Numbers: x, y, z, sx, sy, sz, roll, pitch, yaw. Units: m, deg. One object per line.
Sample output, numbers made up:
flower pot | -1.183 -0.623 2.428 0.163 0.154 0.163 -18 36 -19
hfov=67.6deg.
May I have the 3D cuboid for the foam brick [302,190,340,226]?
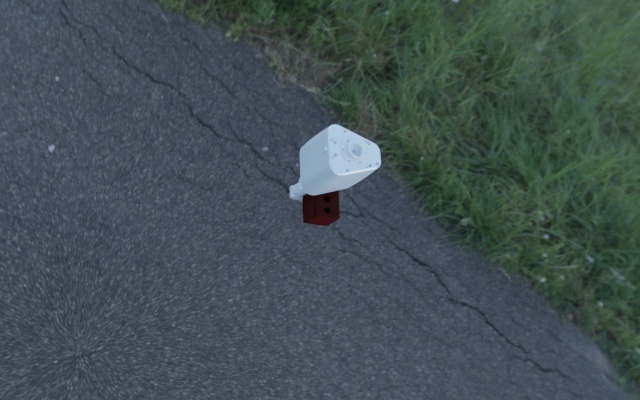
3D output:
foam brick | 0.000 0.003 0.899 0.053 0.078 0.051 7 -19 -29
